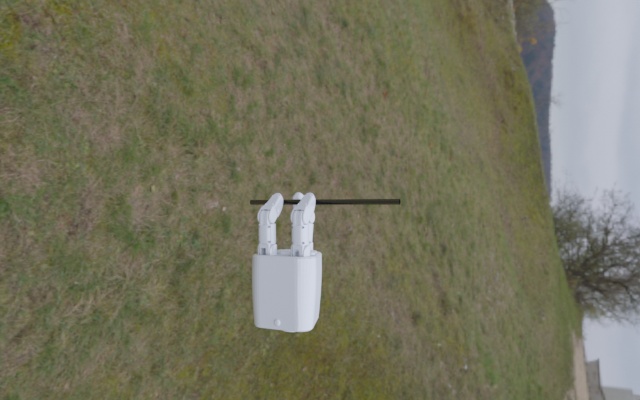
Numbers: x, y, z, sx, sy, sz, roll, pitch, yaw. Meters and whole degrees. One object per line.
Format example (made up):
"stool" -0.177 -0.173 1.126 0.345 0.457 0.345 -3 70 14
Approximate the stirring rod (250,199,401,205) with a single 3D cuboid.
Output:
"stirring rod" 0.000 0.002 0.714 0.239 0.011 0.011 0 0 23
